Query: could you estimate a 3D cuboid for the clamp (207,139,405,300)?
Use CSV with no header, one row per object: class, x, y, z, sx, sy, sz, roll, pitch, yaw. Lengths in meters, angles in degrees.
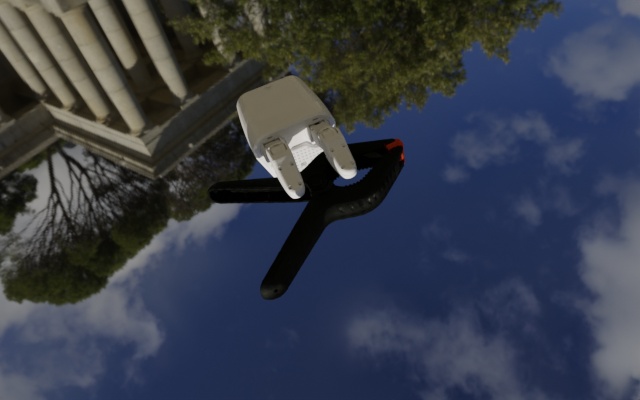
clamp,0.001,0.002,0.483,0.210,0.164,0.036,-23,-42,-7
